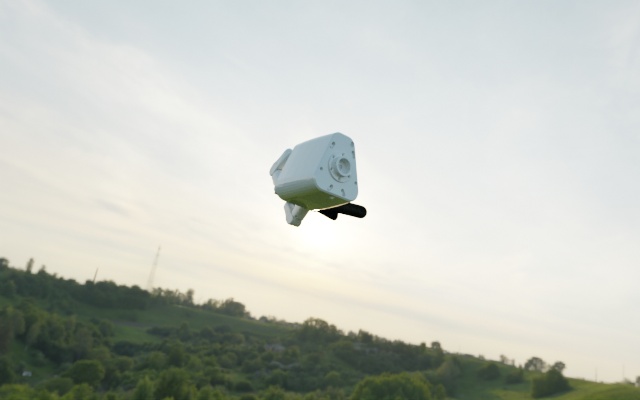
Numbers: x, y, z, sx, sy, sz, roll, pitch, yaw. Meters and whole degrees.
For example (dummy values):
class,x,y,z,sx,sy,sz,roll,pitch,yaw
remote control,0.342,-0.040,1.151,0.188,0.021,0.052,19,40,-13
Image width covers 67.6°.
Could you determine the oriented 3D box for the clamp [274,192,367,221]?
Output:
class,x,y,z,sx,sy,sz,roll,pitch,yaw
clamp,0.000,0.002,0.887,0.171,0.039,0.120,21,-20,-34
